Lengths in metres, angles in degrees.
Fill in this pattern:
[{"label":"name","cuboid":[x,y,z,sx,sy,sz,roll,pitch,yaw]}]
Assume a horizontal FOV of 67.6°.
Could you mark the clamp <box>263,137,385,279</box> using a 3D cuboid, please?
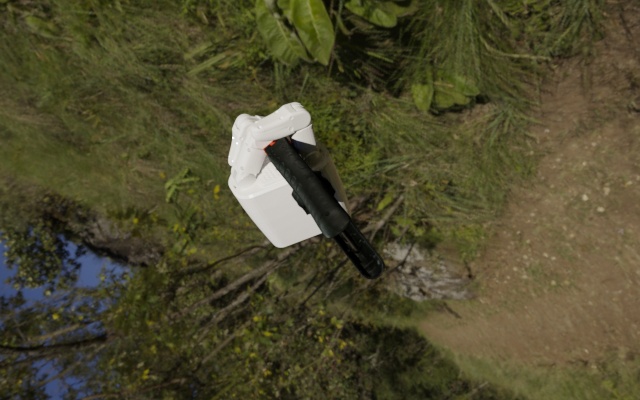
[{"label":"clamp","cuboid":[-0.001,0.002,0.451,0.039,0.171,0.120,-33,-44,-2]}]
